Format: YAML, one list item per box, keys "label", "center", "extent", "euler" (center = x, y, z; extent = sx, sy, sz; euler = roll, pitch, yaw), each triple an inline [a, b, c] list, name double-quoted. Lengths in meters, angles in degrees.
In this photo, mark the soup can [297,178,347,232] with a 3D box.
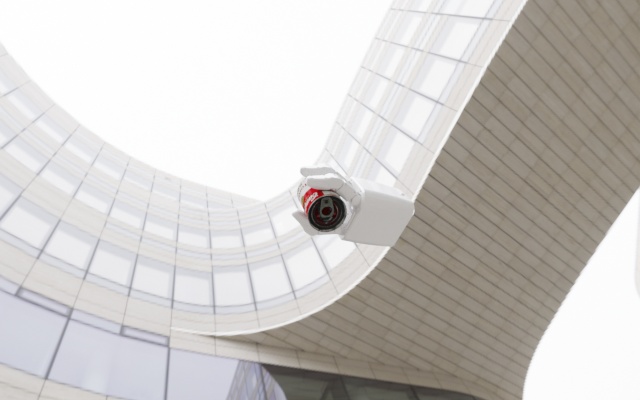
- label: "soup can"
  center: [0.000, 0.003, 0.838]
  extent: [0.068, 0.068, 0.102]
  euler: [0, 23, -15]
